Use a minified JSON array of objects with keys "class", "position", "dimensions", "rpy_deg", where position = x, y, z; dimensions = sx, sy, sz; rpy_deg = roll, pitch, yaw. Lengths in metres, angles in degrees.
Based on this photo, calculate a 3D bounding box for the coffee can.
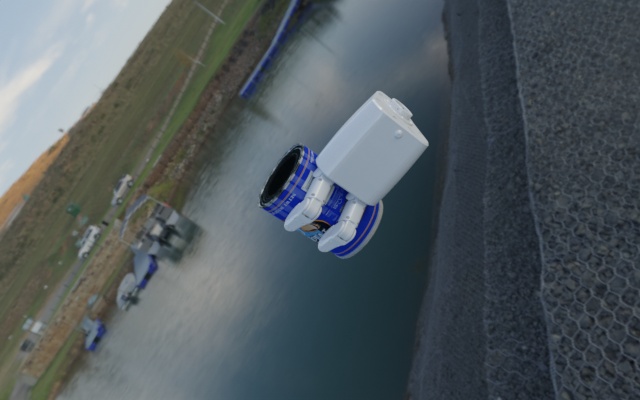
[{"class":"coffee can","position":[0.000,0.002,0.656],"dimensions":[0.140,0.103,0.103],"rpy_deg":[33,-13,-20]}]
